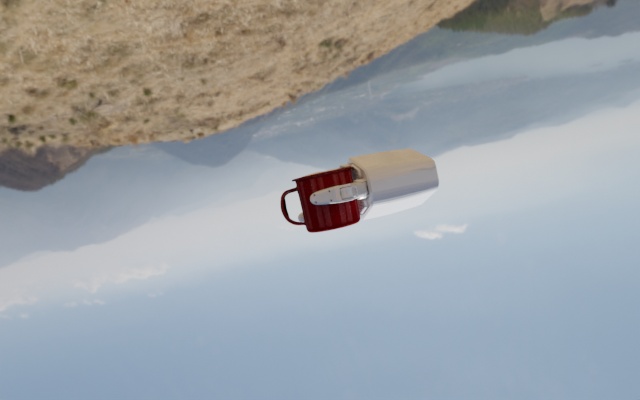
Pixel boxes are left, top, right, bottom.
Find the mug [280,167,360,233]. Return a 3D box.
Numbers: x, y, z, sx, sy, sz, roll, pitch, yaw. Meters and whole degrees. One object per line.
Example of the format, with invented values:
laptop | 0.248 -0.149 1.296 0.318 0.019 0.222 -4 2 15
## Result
mug | -0.001 0.003 0.697 0.117 0.081 0.093 -12 2 -9
